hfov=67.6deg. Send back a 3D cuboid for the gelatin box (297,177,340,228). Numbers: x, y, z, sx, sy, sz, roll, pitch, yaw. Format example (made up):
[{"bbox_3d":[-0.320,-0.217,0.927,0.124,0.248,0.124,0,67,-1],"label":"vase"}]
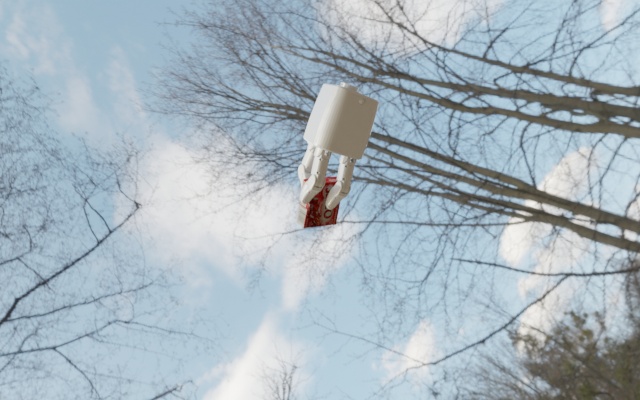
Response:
[{"bbox_3d":[0.000,0.003,0.865,0.073,0.089,0.030,-5,26,-34],"label":"gelatin box"}]
